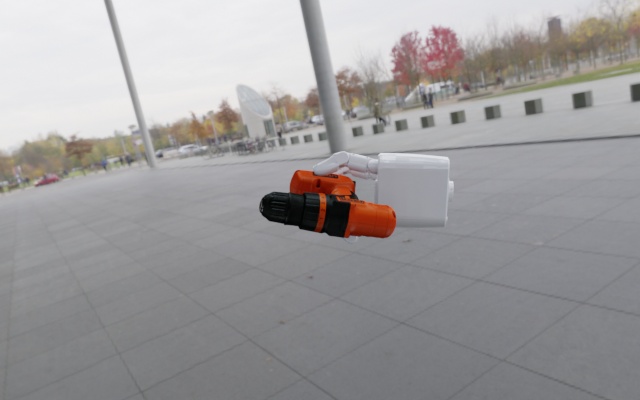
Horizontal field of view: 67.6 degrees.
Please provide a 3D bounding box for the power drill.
[{"bbox_3d":[0.000,0.002,0.698,0.184,0.057,0.187,10,14,-12],"label":"power drill"}]
